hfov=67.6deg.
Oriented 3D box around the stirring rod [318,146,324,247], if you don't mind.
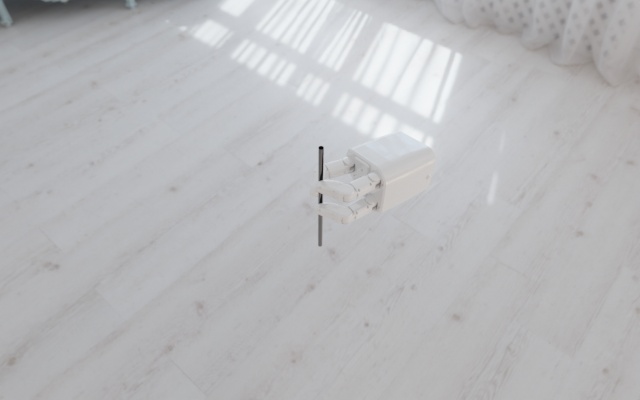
[{"bbox_3d":[0.000,0.003,0.773,0.011,0.011,0.240,0,-40,0],"label":"stirring rod"}]
